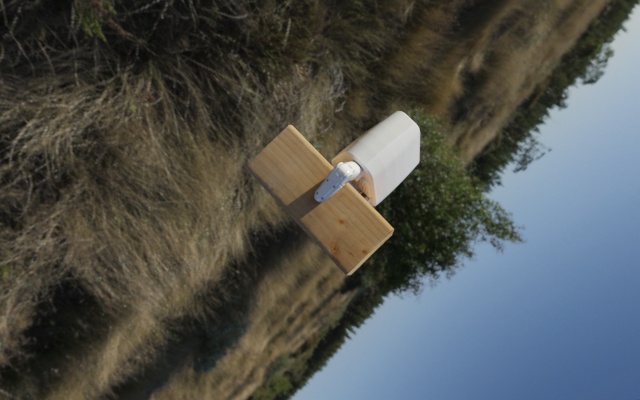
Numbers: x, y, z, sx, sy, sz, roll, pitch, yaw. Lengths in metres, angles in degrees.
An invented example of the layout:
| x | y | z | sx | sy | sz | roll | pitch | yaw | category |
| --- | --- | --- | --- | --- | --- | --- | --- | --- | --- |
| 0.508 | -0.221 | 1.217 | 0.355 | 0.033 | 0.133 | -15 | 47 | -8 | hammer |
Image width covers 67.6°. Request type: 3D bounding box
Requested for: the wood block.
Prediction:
| x | y | z | sx | sy | sz | roll | pitch | yaw | category |
| --- | --- | --- | --- | --- | --- | --- | --- | --- | --- |
| 0.000 | 0.002 | 0.688 | 0.090 | 0.206 | 0.091 | -44 | -11 | -2 | wood block |
